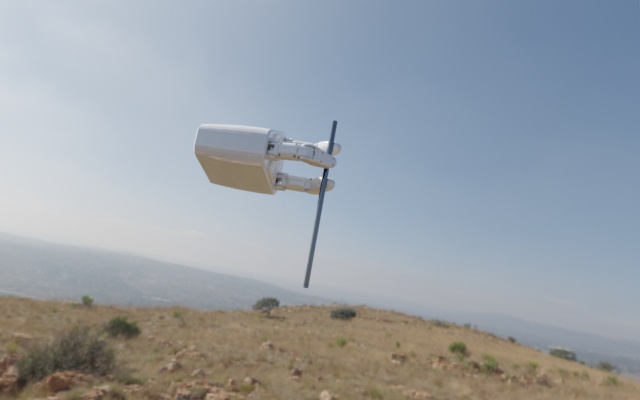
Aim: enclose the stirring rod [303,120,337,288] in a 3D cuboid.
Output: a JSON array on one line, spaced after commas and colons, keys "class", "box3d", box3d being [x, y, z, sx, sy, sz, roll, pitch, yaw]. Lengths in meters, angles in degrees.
[{"class": "stirring rod", "box3d": [0.000, 0.002, 0.669, 0.011, 0.239, 0.011, 10, -10, 2]}]
